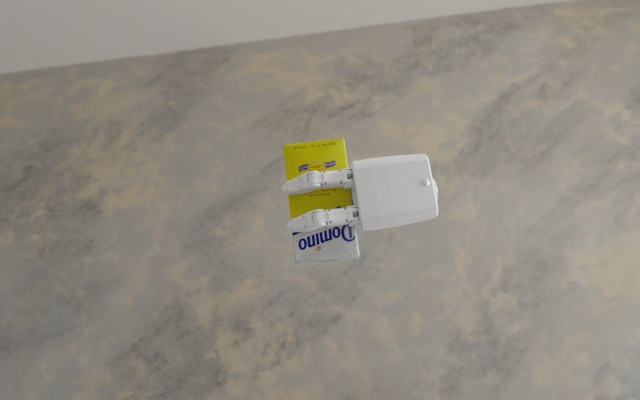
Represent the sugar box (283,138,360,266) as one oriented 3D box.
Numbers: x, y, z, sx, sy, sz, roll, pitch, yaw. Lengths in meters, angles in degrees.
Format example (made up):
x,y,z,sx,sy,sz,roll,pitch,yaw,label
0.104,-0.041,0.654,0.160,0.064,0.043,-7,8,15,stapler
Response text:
x,y,z,sx,sy,sz,roll,pitch,yaw,label
0.000,0.002,0.697,0.093,0.176,0.048,-8,-15,0,sugar box
